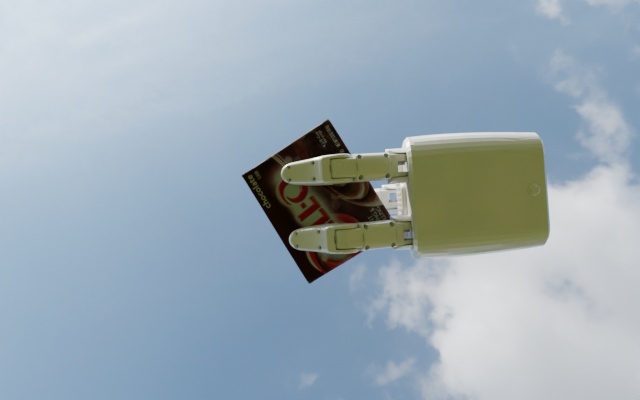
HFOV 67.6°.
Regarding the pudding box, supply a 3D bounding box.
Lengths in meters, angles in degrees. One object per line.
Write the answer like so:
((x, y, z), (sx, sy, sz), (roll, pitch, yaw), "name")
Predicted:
((0.000, 0.001, 0.418), (0.090, 0.113, 0.039), (-32, -3, 5), "pudding box")
